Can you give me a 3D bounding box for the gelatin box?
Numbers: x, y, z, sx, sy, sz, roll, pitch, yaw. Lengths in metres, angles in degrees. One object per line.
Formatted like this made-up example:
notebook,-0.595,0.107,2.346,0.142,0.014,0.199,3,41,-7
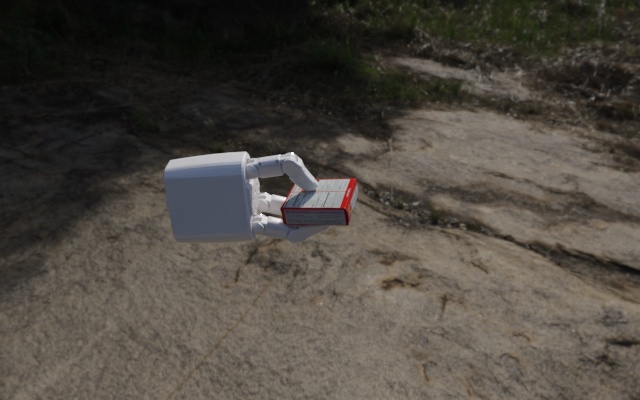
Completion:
gelatin box,0.000,0.002,0.631,0.089,0.030,0.073,-1,33,17
